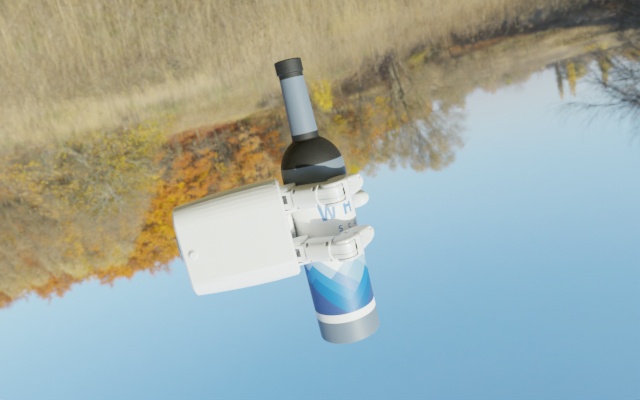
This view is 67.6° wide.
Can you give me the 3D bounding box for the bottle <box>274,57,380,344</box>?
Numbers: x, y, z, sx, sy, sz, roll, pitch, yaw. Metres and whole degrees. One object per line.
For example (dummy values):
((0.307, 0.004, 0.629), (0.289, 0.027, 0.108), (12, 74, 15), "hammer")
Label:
((0.000, 0.002, 0.502), (0.069, 0.296, 0.069), (-13, 11, 3), "bottle")
